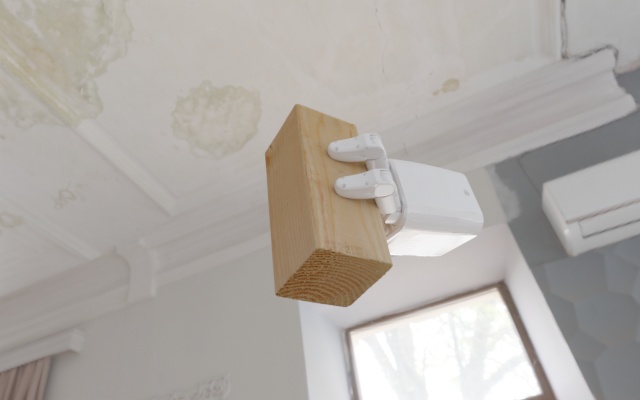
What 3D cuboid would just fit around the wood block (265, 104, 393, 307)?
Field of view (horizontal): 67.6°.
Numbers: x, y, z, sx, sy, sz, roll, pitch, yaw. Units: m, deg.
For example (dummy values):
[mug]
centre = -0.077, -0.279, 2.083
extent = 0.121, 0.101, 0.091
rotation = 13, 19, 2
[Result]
[wood block]
centre = 0.000, 0.002, 0.534
extent = 0.090, 0.206, 0.091
rotation = 15, -46, -26
